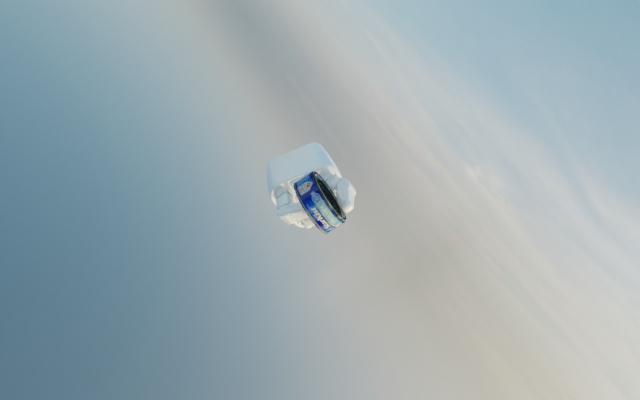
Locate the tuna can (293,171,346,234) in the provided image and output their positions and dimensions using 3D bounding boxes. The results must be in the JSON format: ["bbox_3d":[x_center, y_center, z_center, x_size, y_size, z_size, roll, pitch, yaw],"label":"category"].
[{"bbox_3d":[0.001,0.002,0.666,0.034,0.086,0.086,-33,-7,10],"label":"tuna can"}]
